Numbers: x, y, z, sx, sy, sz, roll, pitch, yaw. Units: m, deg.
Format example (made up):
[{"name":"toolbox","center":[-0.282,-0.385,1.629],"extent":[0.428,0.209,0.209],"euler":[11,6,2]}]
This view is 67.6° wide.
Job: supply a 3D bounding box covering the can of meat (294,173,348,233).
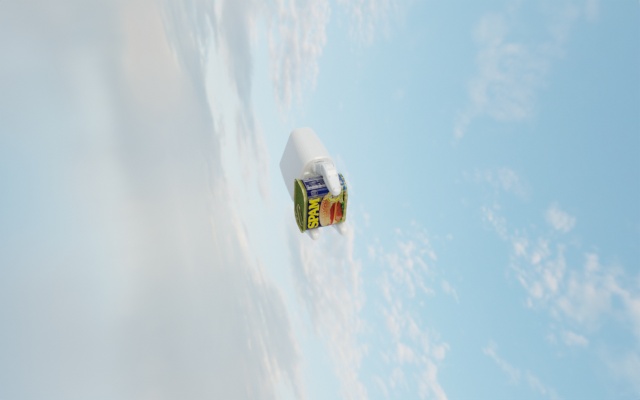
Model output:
[{"name":"can of meat","center":[0.000,0.003,0.859],"extent":[0.084,0.102,0.057],"euler":[-11,42,-17]}]
